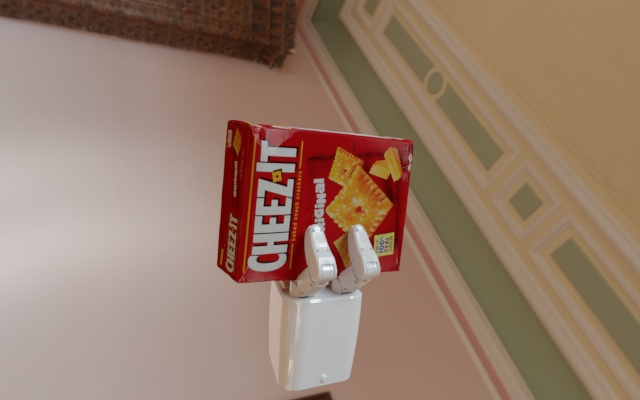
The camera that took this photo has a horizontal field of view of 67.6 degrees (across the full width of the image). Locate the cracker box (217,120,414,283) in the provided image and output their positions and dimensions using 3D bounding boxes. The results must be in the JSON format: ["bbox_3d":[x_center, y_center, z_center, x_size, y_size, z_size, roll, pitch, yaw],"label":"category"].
[{"bbox_3d":[0.000,0.002,0.545,0.214,0.164,0.072,1,10,-31],"label":"cracker box"}]
